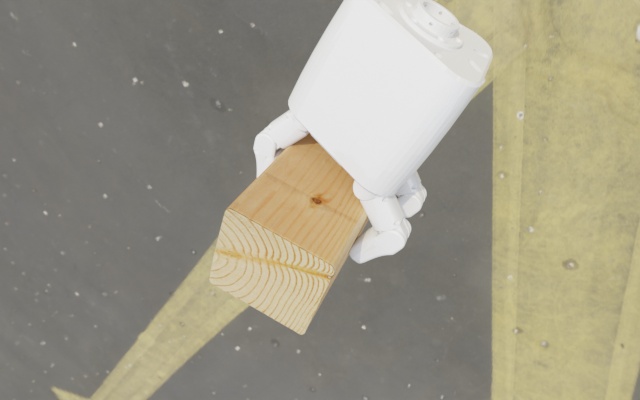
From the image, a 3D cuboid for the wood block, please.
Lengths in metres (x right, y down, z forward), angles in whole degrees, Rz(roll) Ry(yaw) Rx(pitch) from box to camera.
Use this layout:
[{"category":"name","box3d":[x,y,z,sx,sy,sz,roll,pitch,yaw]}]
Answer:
[{"category":"wood block","box3d":[0.000,0.001,0.431,0.091,0.090,0.206,28,41,7]}]
